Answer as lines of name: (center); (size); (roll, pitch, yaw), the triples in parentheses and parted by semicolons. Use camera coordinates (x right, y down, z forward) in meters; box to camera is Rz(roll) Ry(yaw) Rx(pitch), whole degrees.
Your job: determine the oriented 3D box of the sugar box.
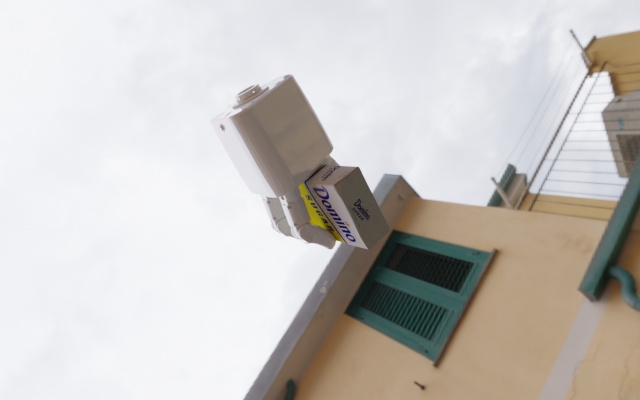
sugar box: (0.000, 0.002, 0.603); (0.048, 0.093, 0.176); (-39, 24, -22)
